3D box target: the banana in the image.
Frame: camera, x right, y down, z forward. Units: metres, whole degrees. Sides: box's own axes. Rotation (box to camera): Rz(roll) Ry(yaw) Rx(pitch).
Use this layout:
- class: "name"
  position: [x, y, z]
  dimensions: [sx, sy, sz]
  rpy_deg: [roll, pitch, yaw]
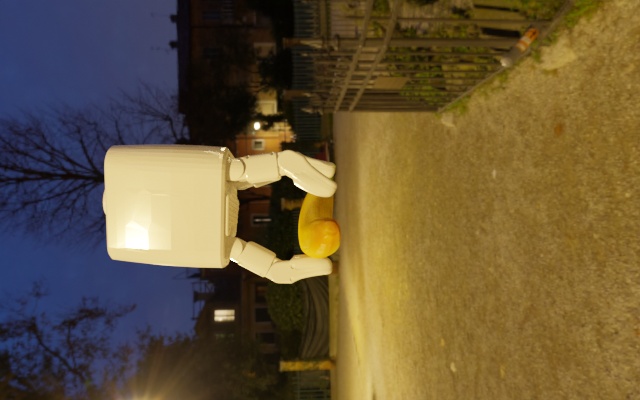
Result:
- class: "banana"
  position: [-0.002, 0.018, 0.477]
  dimensions: [0.037, 0.070, 0.197]
  rpy_deg: [7, 19, -3]
